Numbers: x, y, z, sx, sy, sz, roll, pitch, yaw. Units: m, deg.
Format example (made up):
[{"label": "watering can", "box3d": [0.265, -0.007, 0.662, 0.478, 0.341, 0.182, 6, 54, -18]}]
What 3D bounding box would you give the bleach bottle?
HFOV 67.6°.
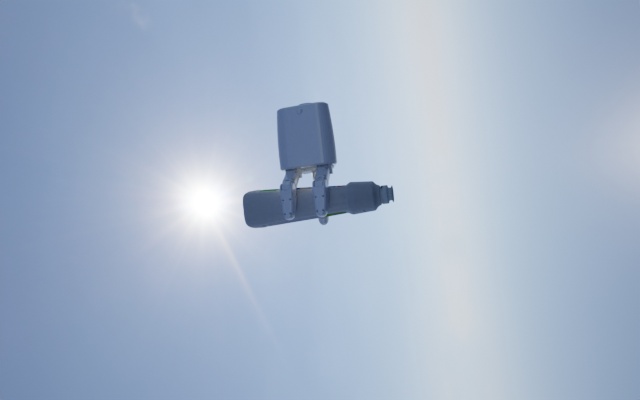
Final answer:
[{"label": "bleach bottle", "box3d": [0.000, 0.003, 0.819, 0.251, 0.068, 0.102, -7, -1, 15]}]
